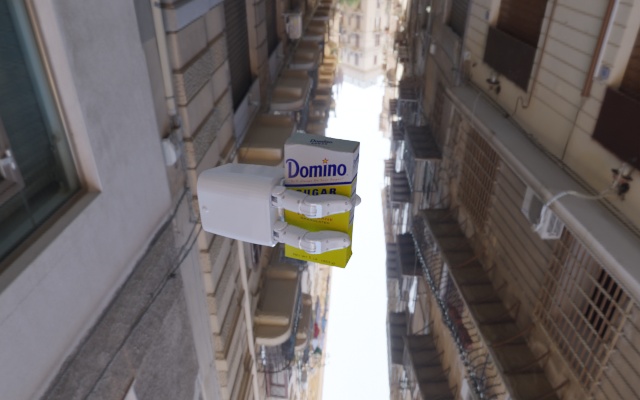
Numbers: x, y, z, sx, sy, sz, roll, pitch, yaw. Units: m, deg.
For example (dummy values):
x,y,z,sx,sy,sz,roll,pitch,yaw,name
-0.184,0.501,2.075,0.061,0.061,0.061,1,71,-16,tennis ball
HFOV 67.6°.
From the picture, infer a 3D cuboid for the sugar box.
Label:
x,y,z,sx,sy,sz,roll,pitch,yaw,name
0.000,0.002,0.641,0.093,0.176,0.048,10,32,15,sugar box
